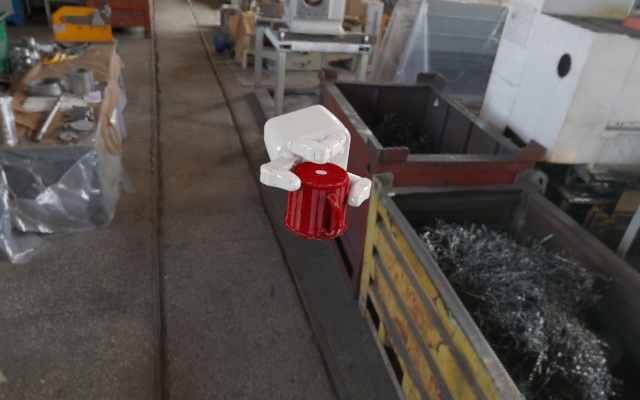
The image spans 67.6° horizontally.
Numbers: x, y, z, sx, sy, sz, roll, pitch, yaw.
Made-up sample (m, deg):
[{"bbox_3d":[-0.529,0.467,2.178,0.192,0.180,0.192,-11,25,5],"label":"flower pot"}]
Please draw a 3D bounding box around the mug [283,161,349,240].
[{"bbox_3d":[0.001,0.003,0.660,0.093,0.081,0.117,-5,32,-19],"label":"mug"}]
